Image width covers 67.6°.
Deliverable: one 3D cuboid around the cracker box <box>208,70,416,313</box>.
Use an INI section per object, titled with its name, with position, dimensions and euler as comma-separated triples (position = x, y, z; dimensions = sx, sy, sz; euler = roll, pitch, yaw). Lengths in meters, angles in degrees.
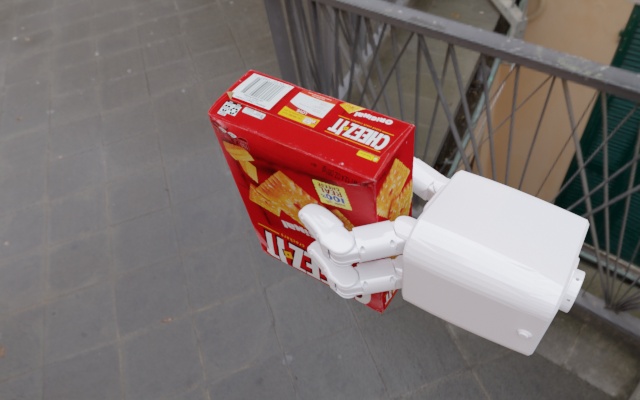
[cracker box]
position = 0.000, 0.001, 0.450
dimensions = 0.164, 0.072, 0.214
euler = 25, -31, 26
